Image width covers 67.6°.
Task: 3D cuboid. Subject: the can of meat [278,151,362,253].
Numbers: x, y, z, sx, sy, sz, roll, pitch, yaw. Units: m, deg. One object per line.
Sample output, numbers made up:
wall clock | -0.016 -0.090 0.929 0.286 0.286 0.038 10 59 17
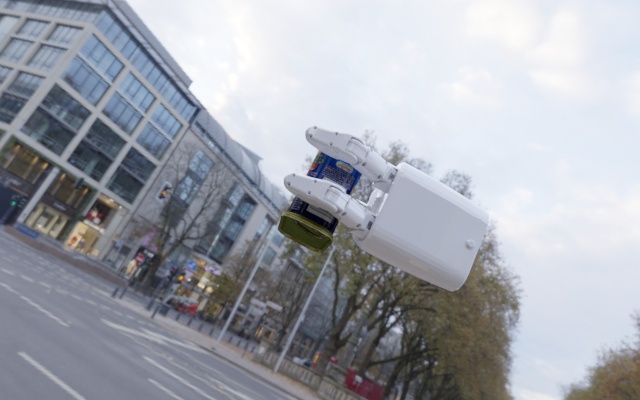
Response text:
can of meat | 0.000 0.001 0.511 0.057 0.084 0.102 27 -16 0
